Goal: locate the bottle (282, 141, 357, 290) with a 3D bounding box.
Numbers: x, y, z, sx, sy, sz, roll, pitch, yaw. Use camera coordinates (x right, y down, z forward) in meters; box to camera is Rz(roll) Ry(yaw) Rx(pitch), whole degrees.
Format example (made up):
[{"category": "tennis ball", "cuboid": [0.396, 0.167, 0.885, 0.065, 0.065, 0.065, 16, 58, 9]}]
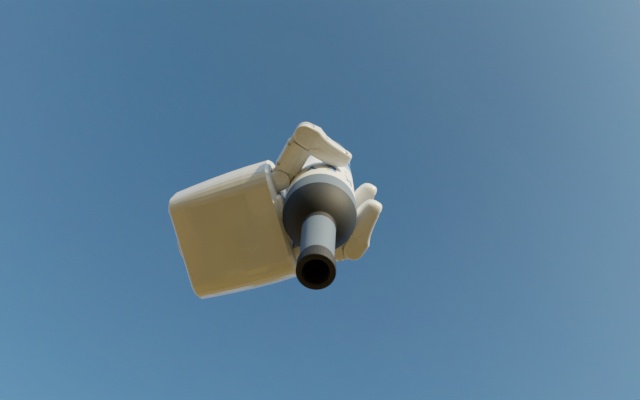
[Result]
[{"category": "bottle", "cuboid": [0.000, 0.001, 0.457, 0.069, 0.069, 0.295, 0, 18, 1]}]
